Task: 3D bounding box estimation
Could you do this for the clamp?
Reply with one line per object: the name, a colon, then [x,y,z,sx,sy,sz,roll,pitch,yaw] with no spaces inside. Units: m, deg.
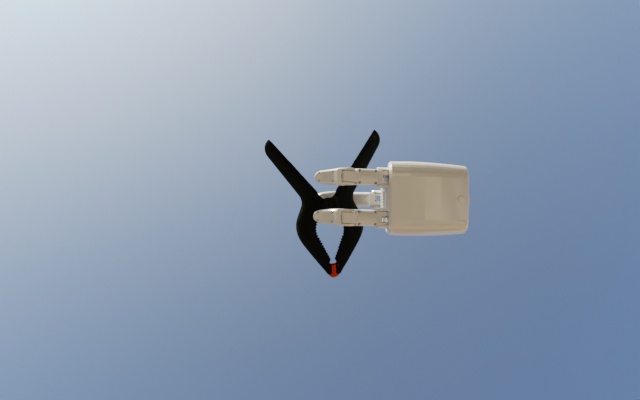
clamp: [0.000,0.003,0.680,0.164,0.210,0.036,2,-3,2]
